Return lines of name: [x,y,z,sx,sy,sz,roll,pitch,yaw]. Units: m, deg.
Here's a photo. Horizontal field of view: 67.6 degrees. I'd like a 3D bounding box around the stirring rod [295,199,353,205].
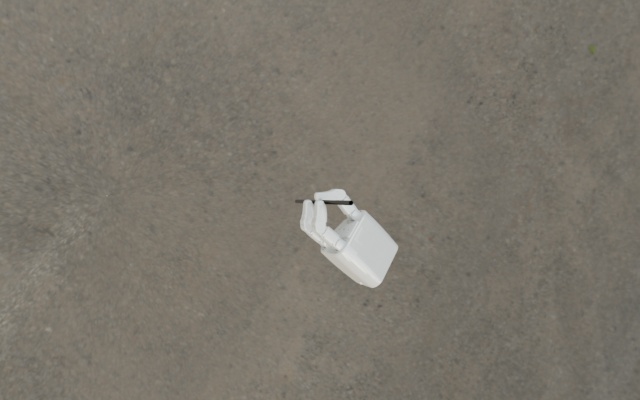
stirring rod: [0.000,0.003,0.875,0.011,0.011,0.239,0,0,-24]
